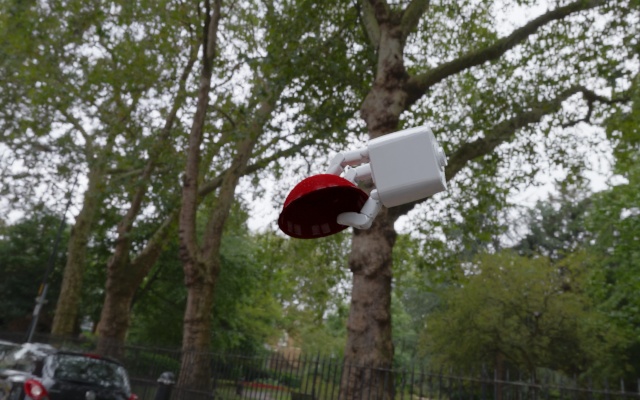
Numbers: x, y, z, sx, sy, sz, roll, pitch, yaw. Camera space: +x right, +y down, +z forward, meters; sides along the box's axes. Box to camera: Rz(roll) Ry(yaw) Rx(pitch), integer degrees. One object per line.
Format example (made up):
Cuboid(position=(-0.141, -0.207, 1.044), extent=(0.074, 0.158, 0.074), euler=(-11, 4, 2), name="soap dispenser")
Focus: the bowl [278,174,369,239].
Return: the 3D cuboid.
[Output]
Cuboid(position=(-0.001, 0.003, 0.825), extent=(0.162, 0.055, 0.162), euler=(-13, -32, -8), name="bowl")
